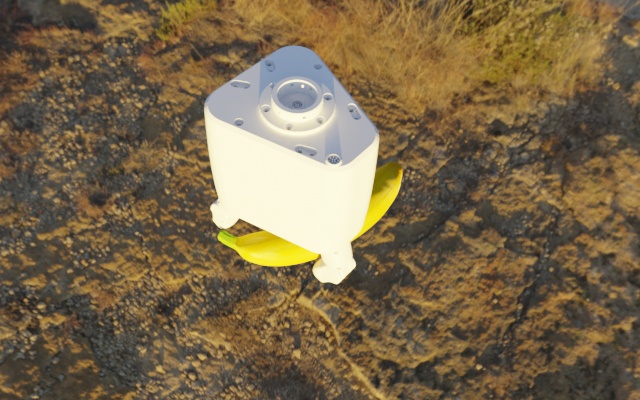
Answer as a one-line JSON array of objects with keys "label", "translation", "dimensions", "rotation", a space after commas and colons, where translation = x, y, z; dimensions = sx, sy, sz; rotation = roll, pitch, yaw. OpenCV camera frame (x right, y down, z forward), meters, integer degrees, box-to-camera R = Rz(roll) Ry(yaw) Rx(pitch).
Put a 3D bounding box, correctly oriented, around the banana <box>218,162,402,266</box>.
[{"label": "banana", "translation": [0.005, 0.017, 0.454], "dimensions": [0.198, 0.069, 0.037], "rotation": [-21, -31, -14]}]
